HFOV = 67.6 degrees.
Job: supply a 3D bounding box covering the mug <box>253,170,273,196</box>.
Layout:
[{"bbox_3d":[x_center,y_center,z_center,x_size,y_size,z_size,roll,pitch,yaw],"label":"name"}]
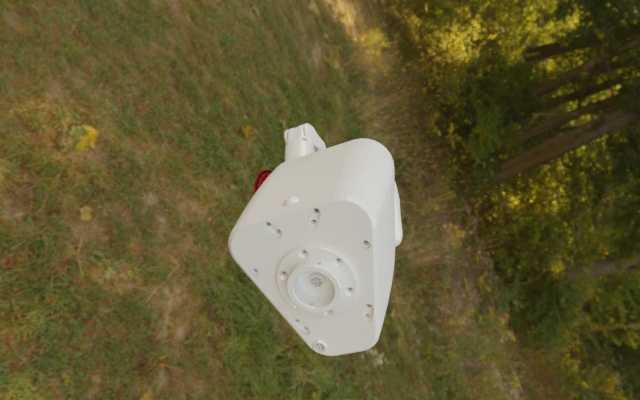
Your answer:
[{"bbox_3d":[0.001,0.001,0.440,0.081,0.093,0.117,-16,20,18],"label":"mug"}]
